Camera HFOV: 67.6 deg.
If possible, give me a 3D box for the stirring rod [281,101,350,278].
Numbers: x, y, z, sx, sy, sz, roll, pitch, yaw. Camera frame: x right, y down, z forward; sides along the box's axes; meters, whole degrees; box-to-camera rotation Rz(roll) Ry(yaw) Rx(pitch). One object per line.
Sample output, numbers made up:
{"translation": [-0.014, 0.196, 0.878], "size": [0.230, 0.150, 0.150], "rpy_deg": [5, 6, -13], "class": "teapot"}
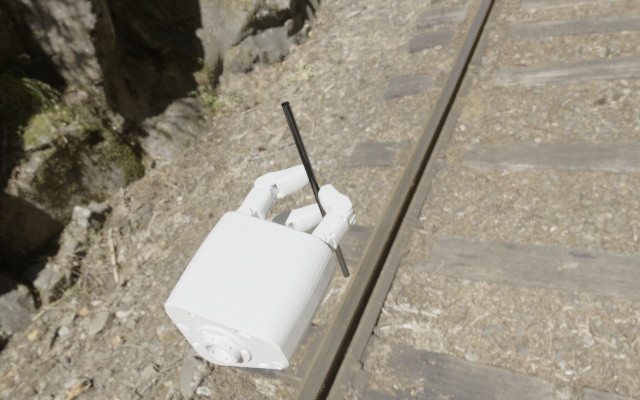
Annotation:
{"translation": [0.000, 0.002, 0.506], "size": [0.011, 0.240, 0.011], "rpy_deg": [-12, 39, 10], "class": "stirring rod"}
